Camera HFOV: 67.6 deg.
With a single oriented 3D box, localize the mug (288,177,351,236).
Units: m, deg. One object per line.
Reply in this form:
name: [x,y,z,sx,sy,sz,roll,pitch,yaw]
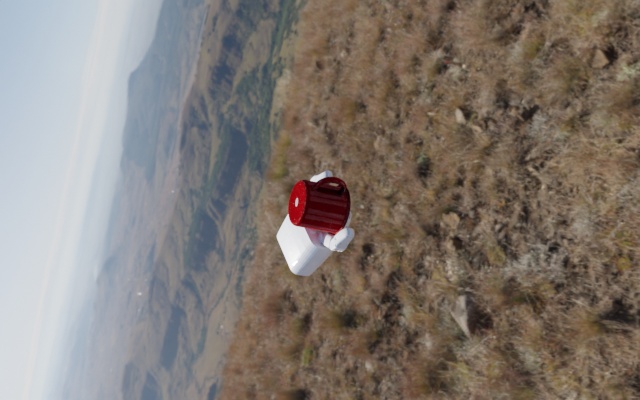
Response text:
mug: [0.001,0.002,0.824,0.081,0.093,0.117,11,-44,-25]
